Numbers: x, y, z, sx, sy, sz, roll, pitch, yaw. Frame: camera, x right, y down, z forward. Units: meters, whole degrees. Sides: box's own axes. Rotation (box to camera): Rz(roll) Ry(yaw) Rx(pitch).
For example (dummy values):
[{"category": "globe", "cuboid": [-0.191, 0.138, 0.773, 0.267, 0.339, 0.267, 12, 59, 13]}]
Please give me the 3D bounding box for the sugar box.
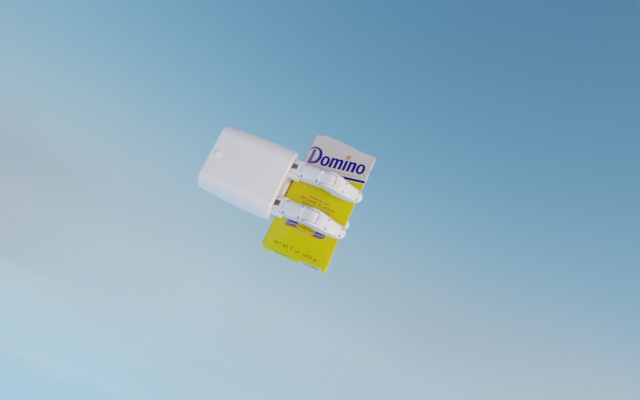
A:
[{"category": "sugar box", "cuboid": [0.000, 0.002, 0.658, 0.093, 0.176, 0.048, 24, -14, 4]}]
